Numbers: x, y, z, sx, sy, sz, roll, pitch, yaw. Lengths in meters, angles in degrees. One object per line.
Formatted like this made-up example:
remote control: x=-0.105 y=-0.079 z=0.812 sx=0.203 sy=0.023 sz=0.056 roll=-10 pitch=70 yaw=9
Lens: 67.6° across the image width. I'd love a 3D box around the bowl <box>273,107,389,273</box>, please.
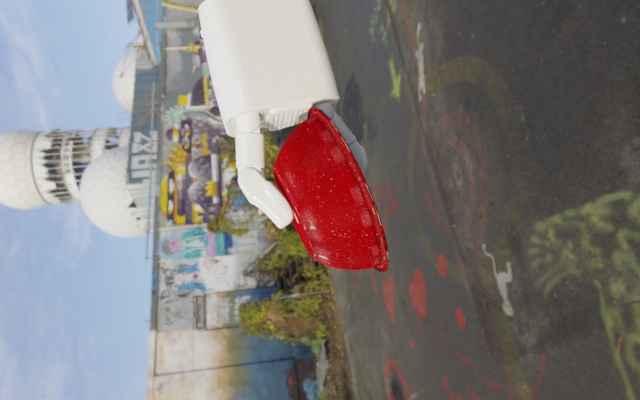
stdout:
bowl: x=0.000 y=0.003 z=0.430 sx=0.055 sy=0.162 sz=0.162 roll=-24 pitch=4 yaw=-8
